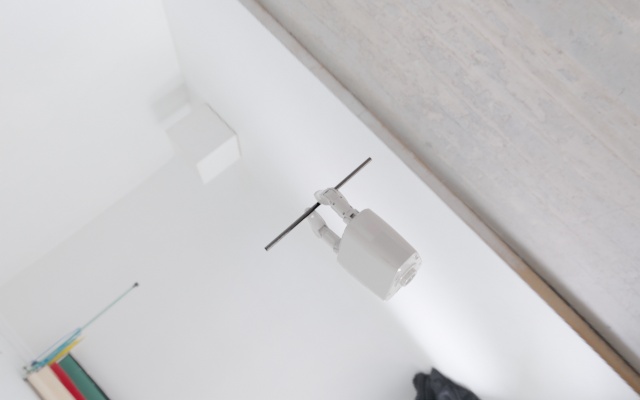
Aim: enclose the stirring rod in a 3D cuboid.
[{"bbox_3d":[0.000,0.003,0.790,0.239,0.011,0.011,-41,15,-18],"label":"stirring rod"}]
